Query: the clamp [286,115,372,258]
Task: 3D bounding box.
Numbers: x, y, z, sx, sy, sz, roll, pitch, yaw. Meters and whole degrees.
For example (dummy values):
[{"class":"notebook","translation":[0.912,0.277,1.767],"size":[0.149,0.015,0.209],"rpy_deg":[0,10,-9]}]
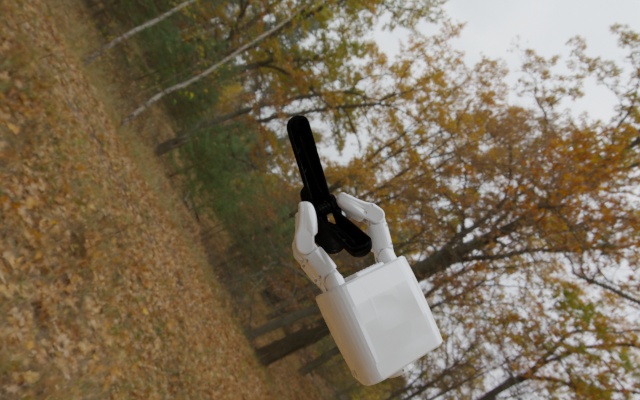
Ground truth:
[{"class":"clamp","translation":[0.001,0.002,0.568],"size":[0.036,0.164,0.210],"rpy_deg":[-23,-10,-10]}]
